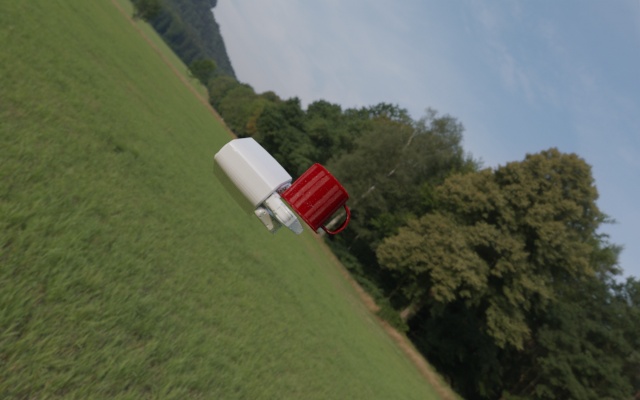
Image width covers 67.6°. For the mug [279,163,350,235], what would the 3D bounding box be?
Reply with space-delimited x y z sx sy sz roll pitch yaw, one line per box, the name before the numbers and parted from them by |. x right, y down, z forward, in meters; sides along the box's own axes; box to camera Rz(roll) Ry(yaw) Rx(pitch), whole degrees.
mug | 0.001 0.003 0.781 0.081 0.117 0.093 -43 0 -3
